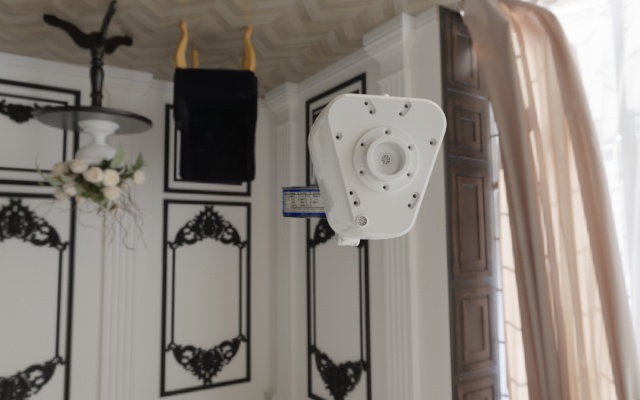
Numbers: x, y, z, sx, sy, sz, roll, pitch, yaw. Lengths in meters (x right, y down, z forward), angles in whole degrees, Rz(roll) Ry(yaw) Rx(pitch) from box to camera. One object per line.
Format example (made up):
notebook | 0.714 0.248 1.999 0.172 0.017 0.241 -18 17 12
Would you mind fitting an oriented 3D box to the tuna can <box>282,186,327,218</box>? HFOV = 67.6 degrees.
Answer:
tuna can | 0.000 0.002 0.530 0.086 0.034 0.086 0 0 0
